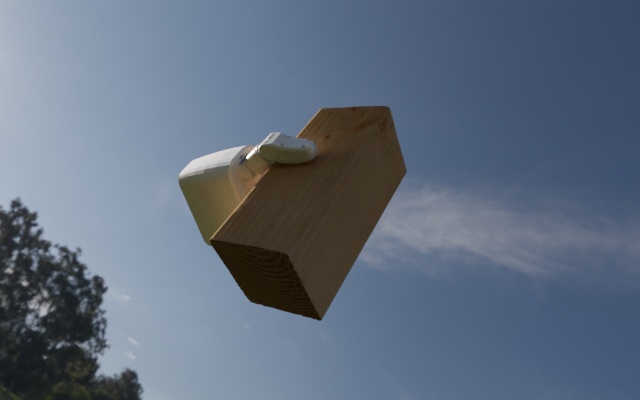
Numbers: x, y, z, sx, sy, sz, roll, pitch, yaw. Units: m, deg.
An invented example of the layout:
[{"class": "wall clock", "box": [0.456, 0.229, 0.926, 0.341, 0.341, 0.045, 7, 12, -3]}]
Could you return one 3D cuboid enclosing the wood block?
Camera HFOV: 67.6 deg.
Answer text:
[{"class": "wood block", "box": [0.000, 0.001, 0.474, 0.090, 0.091, 0.206, 6, 46, 34]}]
